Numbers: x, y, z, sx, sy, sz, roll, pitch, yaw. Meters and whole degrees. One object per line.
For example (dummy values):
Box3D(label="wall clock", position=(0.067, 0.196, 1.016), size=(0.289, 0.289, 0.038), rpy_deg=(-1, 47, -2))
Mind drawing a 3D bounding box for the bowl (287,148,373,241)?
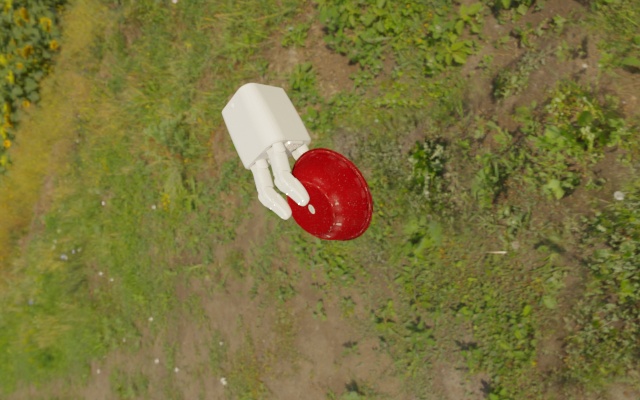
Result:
Box3D(label="bowl", position=(0.001, 0.004, 0.747), size=(0.162, 0.162, 0.055), rpy_deg=(0, 24, 41))
